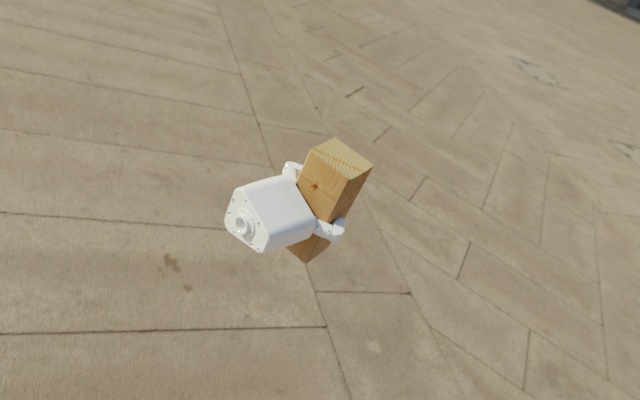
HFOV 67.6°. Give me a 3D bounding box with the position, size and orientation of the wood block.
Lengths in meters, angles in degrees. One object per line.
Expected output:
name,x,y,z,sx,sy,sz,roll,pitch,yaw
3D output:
wood block,0.000,0.003,0.871,0.091,0.206,0.090,38,36,15
